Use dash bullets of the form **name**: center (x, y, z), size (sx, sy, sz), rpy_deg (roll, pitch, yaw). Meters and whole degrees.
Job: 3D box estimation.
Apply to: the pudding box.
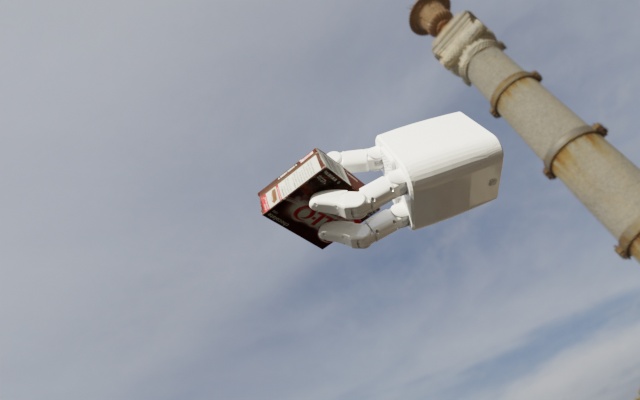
- **pudding box**: center (0.000, 0.002, 0.538), size (0.090, 0.039, 0.113), rpy_deg (-37, -45, 19)
